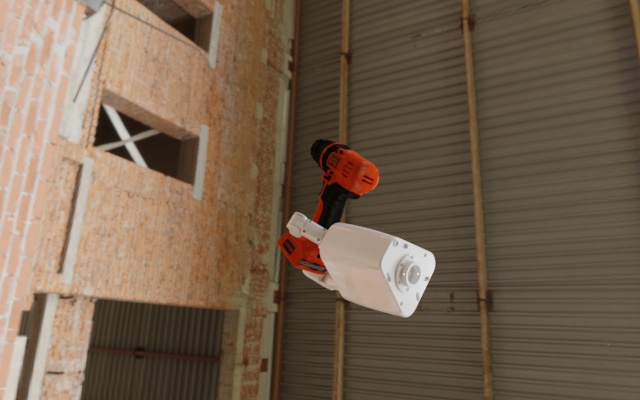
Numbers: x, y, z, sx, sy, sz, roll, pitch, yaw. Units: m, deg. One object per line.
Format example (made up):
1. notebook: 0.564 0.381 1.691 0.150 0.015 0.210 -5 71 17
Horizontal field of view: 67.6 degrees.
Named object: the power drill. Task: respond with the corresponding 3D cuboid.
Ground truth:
1. power drill: 0.000 0.003 0.726 0.057 0.188 0.184 20 10 -26
